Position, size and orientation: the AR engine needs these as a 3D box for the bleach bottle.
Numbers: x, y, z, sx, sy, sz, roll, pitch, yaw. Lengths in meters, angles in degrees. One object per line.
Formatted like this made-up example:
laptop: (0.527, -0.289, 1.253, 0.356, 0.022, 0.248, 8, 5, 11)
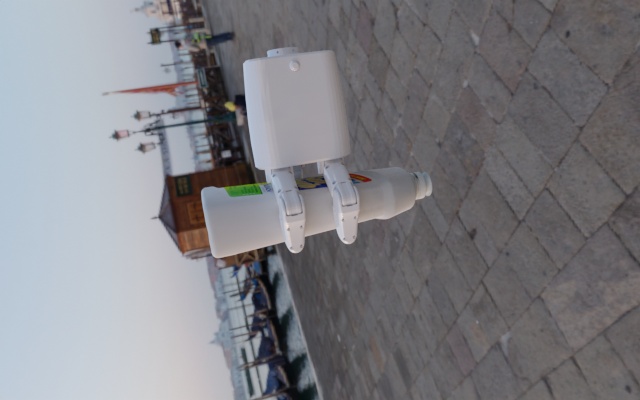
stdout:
bleach bottle: (0.000, 0.002, 0.530, 0.251, 0.068, 0.102, -11, 13, -13)
